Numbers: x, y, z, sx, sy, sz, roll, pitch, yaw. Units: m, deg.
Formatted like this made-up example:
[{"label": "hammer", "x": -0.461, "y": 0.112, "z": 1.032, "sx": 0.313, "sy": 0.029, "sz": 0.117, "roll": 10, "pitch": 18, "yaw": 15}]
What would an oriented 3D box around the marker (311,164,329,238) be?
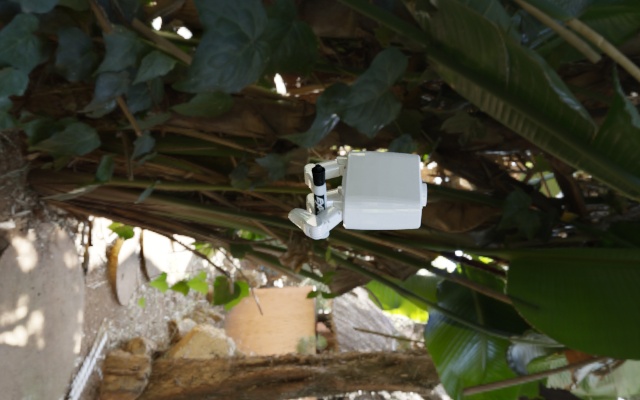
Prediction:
[{"label": "marker", "x": 0.000, "y": 0.002, "z": 0.655, "sx": 0.020, "sy": 0.121, "sz": 0.020, "roll": -2, "pitch": 39, "yaw": 2}]
